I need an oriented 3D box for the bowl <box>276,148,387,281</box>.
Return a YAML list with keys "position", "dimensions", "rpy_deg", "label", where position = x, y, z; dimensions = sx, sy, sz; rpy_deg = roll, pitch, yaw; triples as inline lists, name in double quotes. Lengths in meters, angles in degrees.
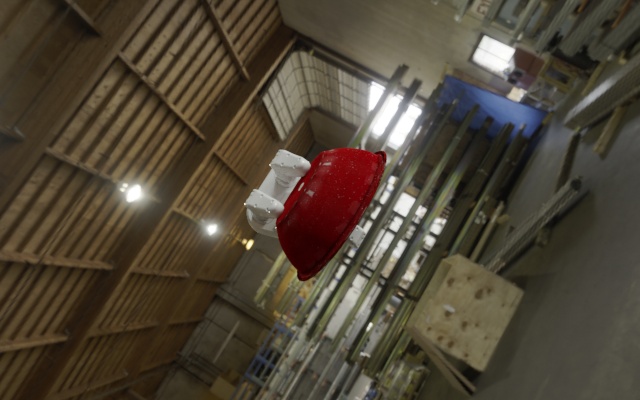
- position: [0.000, 0.001, 0.499]
  dimensions: [0.055, 0.162, 0.162]
  rpy_deg: [33, -6, -9]
  label: "bowl"
